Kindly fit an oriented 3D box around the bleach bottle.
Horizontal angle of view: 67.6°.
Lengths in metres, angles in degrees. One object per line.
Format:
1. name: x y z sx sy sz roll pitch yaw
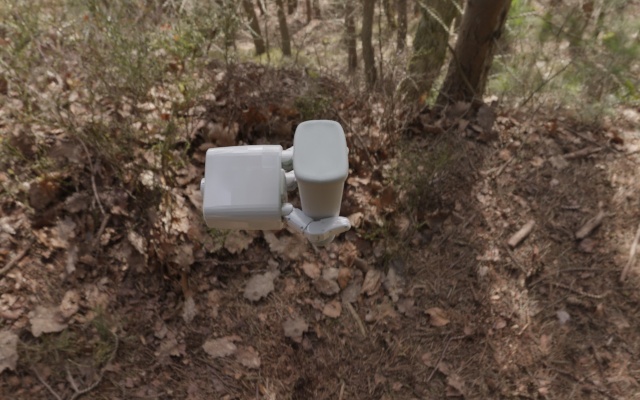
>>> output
1. bleach bottle: 0.000 0.002 0.690 0.068 0.102 0.251 -1 -33 -1
